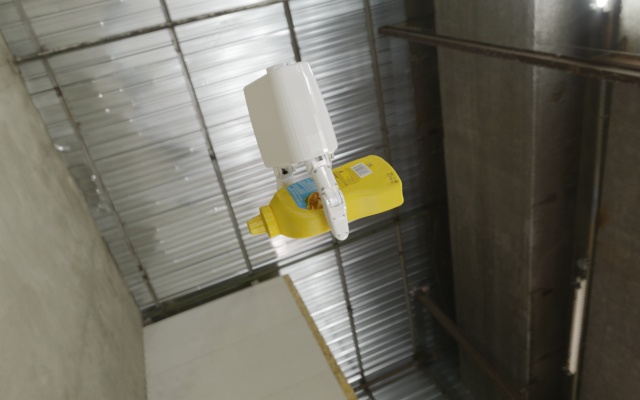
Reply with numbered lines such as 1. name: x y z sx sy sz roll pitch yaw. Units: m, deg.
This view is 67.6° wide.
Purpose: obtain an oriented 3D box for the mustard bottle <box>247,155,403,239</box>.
1. mustard bottle: 0.000 0.002 0.603 0.191 0.058 0.096 -20 34 -12
